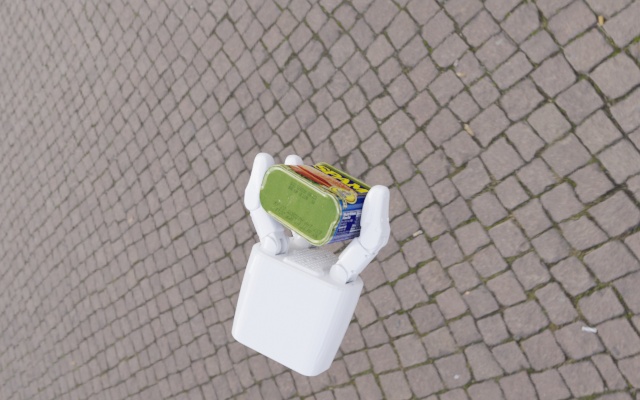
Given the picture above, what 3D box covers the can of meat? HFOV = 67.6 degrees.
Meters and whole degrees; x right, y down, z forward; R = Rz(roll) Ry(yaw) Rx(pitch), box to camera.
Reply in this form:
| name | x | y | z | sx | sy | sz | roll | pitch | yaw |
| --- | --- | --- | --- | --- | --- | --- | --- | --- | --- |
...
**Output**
| name | x | y | z | sx | sy | sz | roll | pitch | yaw |
| --- | --- | --- | --- | --- | --- | --- | --- | --- | --- |
| can of meat | 0.000 | 0.002 | 0.481 | 0.102 | 0.057 | 0.084 | 31 | 20 | 30 |
